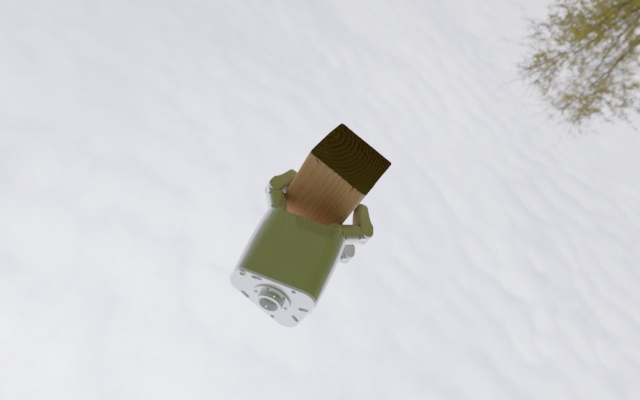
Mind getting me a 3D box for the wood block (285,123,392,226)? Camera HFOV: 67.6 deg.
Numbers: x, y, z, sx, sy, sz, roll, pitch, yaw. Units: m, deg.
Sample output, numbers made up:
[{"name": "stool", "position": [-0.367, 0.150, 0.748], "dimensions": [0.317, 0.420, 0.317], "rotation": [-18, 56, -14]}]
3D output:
[{"name": "wood block", "position": [0.000, 0.002, 0.687], "dimensions": [0.090, 0.091, 0.206], "rotation": [-47, -4, -44]}]
